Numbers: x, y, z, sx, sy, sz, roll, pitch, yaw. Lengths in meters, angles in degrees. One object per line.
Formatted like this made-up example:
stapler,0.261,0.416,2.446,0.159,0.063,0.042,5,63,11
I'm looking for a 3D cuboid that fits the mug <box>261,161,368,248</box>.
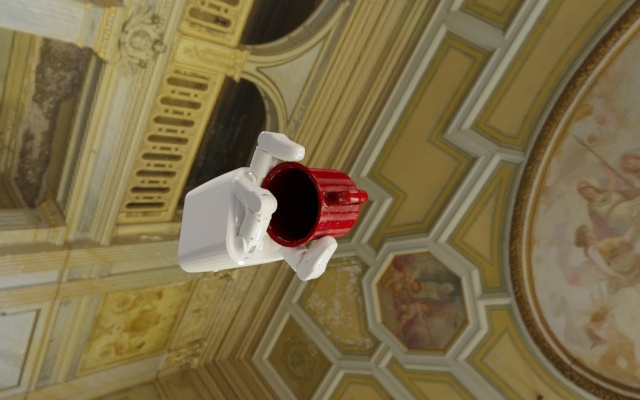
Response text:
mug,0.001,0.001,0.533,0.117,0.093,0.081,-13,-7,39
